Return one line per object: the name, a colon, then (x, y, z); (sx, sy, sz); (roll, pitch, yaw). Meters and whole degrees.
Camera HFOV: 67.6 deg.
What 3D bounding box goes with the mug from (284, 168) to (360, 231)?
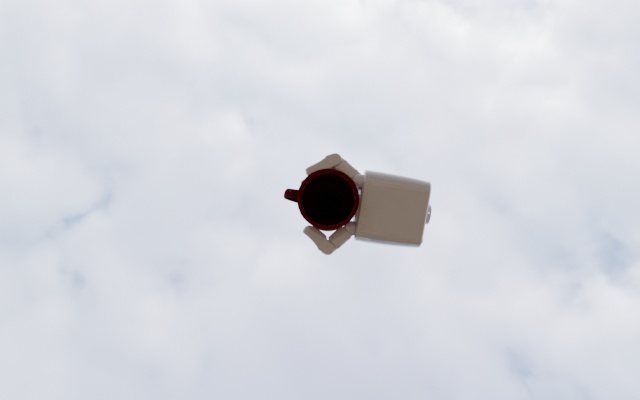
mug: (-0.001, 0.002, 0.748); (0.117, 0.093, 0.081); (9, -10, 2)
